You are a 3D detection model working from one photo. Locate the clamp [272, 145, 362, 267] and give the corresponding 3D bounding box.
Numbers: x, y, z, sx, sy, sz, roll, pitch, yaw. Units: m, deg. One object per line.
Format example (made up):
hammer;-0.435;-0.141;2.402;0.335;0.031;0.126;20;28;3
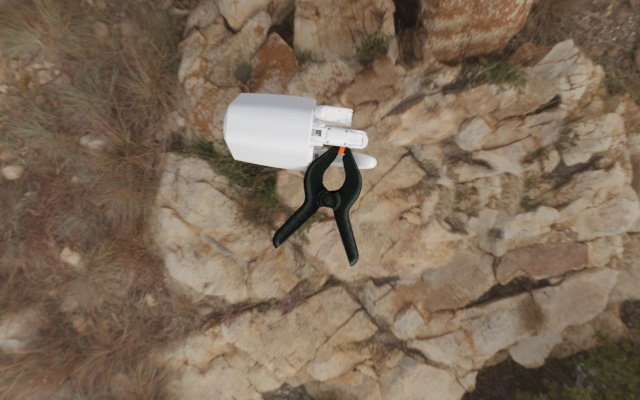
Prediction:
clamp;0.000;0.002;0.648;0.120;0.171;0.039;5;5;-8
